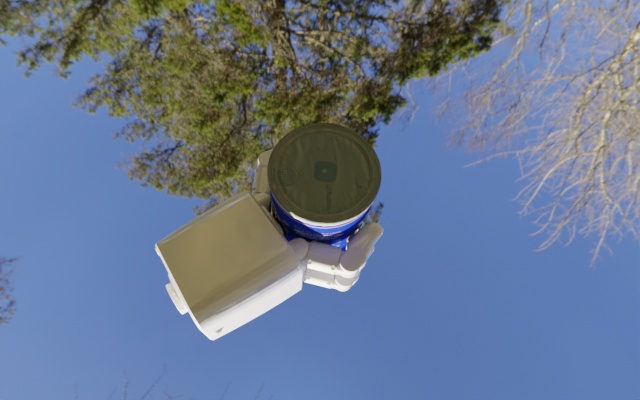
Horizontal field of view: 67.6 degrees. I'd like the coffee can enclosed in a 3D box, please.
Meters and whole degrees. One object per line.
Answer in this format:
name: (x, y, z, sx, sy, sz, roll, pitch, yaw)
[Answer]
coffee can: (0.000, 0.001, 0.489, 0.103, 0.102, 0.140, 0, -24, -3)
